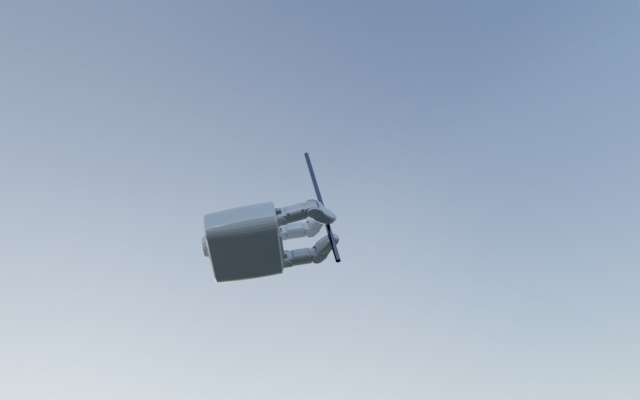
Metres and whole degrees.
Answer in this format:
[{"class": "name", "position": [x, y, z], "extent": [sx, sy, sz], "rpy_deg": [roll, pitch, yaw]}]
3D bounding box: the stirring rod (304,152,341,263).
[{"class": "stirring rod", "position": [0.000, 0.003, 0.774], "extent": [0.011, 0.239, 0.011], "rpy_deg": [-9, -43, -8]}]
